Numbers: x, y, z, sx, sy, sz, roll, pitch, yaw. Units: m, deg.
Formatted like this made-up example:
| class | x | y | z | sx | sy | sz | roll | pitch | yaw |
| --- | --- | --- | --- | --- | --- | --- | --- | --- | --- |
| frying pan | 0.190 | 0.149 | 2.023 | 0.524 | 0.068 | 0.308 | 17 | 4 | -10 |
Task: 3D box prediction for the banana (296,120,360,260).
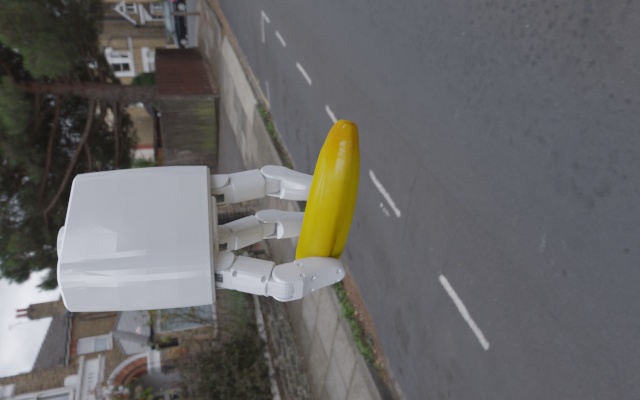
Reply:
| class | x | y | z | sx | sy | sz | roll | pitch | yaw |
| --- | --- | --- | --- | --- | --- | --- | --- | --- | --- |
| banana | 0.001 | 0.019 | 0.398 | 0.037 | 0.069 | 0.198 | 1 | -31 | -10 |
